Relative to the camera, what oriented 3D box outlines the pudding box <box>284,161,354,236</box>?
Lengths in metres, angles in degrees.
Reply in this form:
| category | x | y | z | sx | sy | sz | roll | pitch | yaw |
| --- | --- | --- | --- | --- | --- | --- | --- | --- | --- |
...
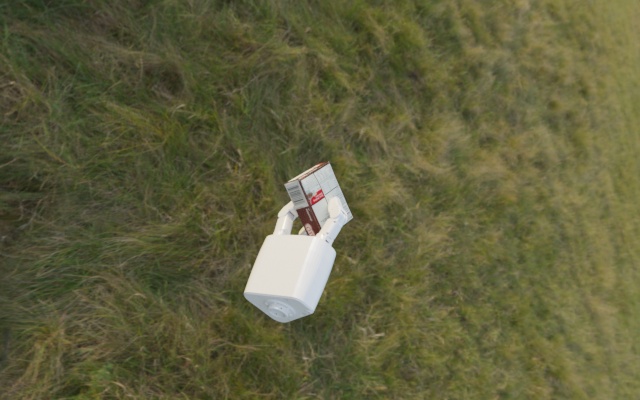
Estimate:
| category | x | y | z | sx | sy | sz | roll | pitch | yaw |
| --- | --- | --- | --- | --- | --- | --- | --- | --- | --- |
| pudding box | 0.000 | 0.003 | 0.801 | 0.039 | 0.113 | 0.090 | -13 | 15 | 41 |
